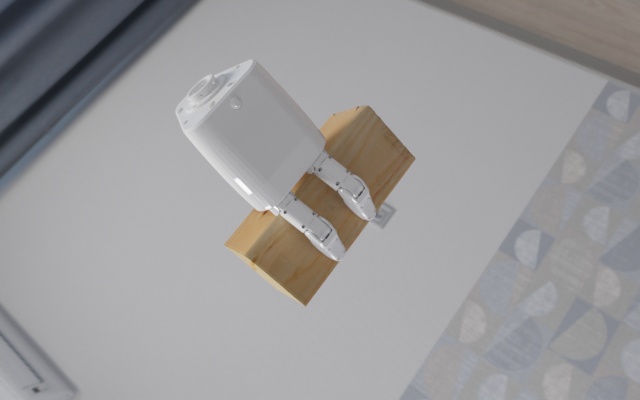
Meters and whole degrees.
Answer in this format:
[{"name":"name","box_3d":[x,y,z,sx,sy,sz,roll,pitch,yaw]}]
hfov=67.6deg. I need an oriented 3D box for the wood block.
[{"name":"wood block","box_3d":[0.000,0.002,0.539,0.090,0.206,0.091,44,-15,-20]}]
